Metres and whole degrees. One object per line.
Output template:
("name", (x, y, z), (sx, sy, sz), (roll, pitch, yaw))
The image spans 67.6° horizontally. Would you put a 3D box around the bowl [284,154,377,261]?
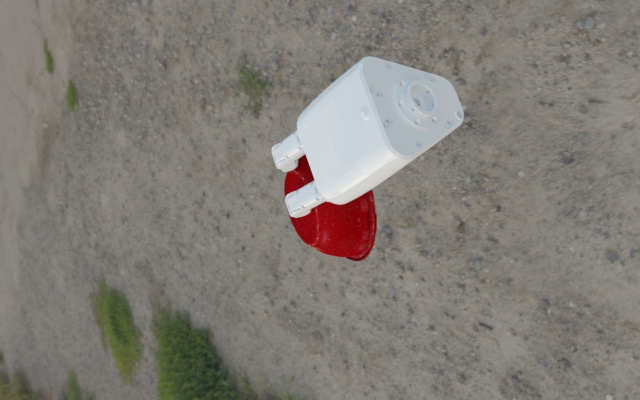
("bowl", (-0.001, 0.003, 0.566), (0.055, 0.162, 0.162), (-16, 6, -23))
